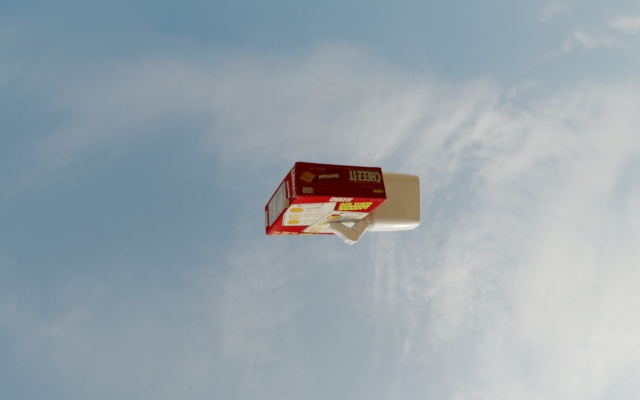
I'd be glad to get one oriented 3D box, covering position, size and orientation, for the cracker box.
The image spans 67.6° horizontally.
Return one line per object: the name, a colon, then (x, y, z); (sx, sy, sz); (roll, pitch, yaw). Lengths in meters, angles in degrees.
cracker box: (0.000, 0.003, 0.889); (0.164, 0.072, 0.214); (2, -22, -21)
